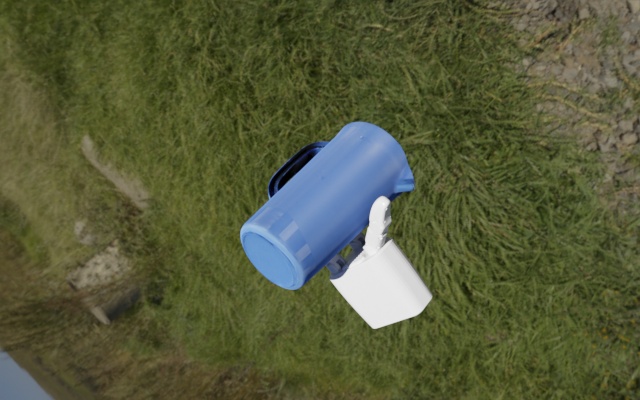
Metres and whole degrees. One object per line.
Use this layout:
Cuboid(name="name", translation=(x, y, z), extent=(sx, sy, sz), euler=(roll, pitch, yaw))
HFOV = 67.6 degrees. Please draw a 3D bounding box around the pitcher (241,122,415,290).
Cuboid(name="pitcher", translation=(0.000, 0.002, 0.666), extent=(0.242, 0.145, 0.149), euler=(-43, 9, -32))
